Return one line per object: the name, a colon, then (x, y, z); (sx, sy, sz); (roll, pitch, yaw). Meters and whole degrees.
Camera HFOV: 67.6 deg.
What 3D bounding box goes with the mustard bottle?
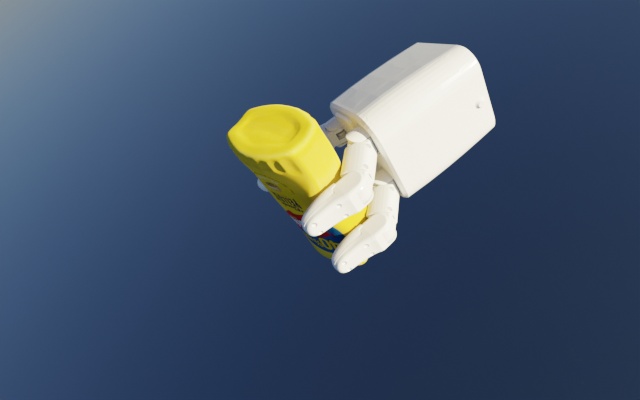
mustard bottle: (0.000, 0.002, 0.434); (0.096, 0.058, 0.192); (19, -25, 43)
